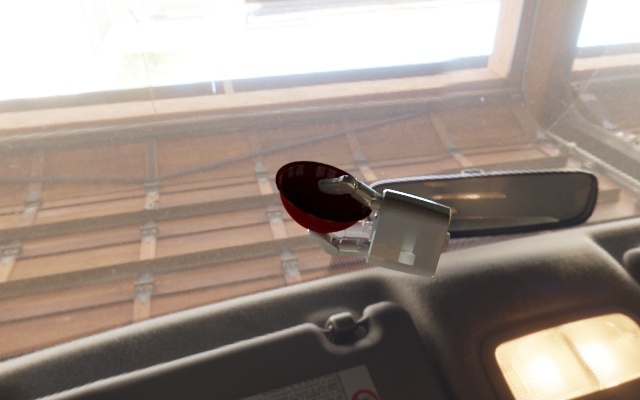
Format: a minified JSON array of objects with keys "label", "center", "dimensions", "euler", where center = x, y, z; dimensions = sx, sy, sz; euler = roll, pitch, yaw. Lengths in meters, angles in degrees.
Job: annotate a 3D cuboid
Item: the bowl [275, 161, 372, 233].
[{"label":"bowl","center":[-0.001,0.002,0.762],"dimensions":[0.162,0.055,0.162],"euler":[15,33,-10]}]
